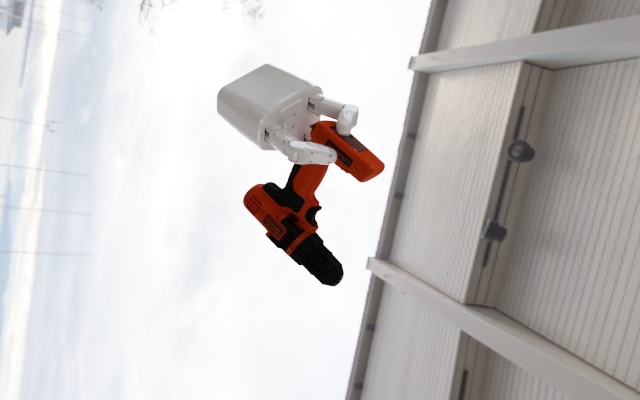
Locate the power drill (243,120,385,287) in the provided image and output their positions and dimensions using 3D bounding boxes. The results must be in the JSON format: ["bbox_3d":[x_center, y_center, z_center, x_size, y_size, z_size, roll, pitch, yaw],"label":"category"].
[{"bbox_3d":[0.000,0.002,0.640,0.184,0.188,0.057,44,25,10],"label":"power drill"}]
